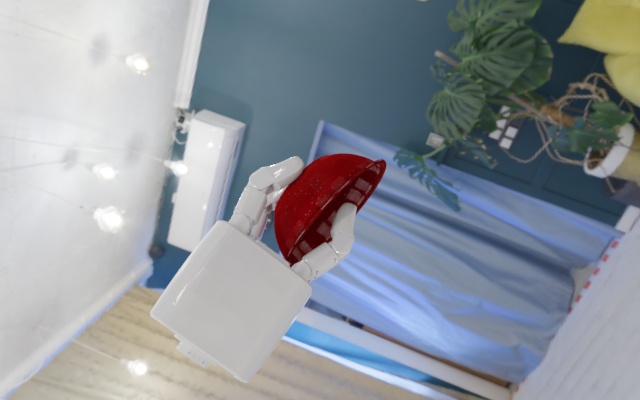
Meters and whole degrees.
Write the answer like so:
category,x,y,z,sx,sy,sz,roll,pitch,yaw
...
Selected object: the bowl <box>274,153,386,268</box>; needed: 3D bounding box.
category,x,y,z,sx,sy,sz,roll,pitch,yaw
bowl,0.001,0.001,0.531,0.055,0.162,0.162,43,12,14
